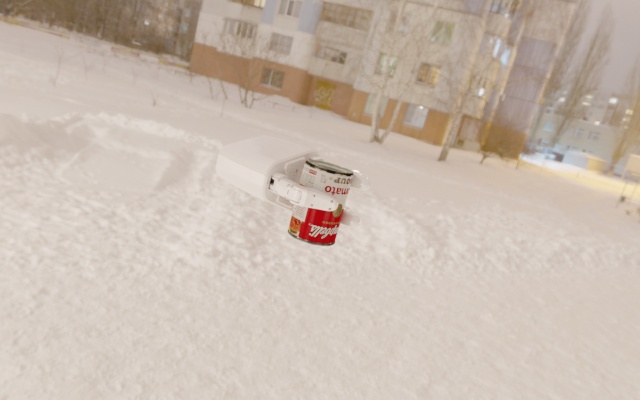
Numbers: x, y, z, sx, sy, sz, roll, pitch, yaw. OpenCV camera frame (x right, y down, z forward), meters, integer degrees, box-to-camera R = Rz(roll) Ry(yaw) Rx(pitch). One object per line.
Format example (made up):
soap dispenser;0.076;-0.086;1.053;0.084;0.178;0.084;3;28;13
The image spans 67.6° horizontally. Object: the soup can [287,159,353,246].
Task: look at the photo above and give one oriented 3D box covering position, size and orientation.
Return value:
soup can;0.000;0.002;0.645;0.068;0.102;0.068;14;12;-3
